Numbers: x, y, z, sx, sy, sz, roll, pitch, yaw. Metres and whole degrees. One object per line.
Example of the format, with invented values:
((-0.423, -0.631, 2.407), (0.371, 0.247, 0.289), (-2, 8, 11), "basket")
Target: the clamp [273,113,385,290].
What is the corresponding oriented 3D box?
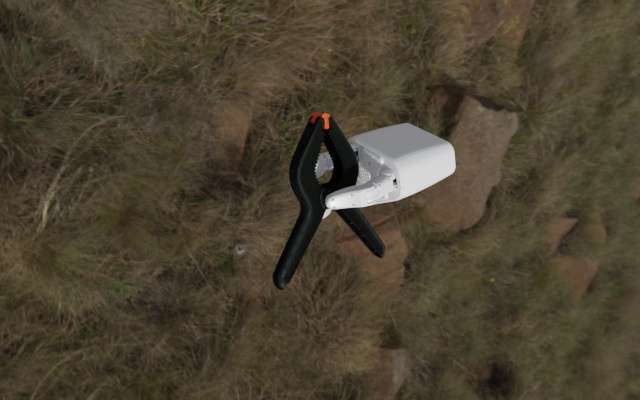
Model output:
((0.001, 0.001, 0.582), (0.164, 0.210, 0.036), (-21, 20, -29), "clamp")
